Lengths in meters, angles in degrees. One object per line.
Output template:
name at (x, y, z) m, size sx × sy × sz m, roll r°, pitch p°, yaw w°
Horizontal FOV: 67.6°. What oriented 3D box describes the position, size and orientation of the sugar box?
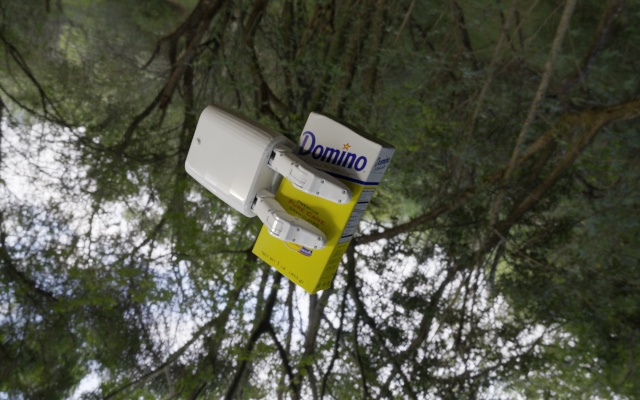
sugar box at (0.000, 0.002, 0.516) m, size 0.093 × 0.176 × 0.048 m, roll 31°, pitch 19°, yaw 25°
